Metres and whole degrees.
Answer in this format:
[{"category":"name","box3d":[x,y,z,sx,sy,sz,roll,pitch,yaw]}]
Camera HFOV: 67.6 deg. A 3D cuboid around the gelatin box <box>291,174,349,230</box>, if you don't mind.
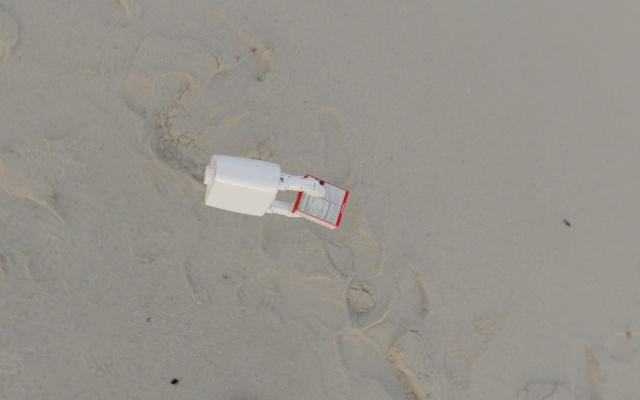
[{"category":"gelatin box","box3d":[0.001,0.003,0.873,0.089,0.073,0.030,22,-20,-12]}]
